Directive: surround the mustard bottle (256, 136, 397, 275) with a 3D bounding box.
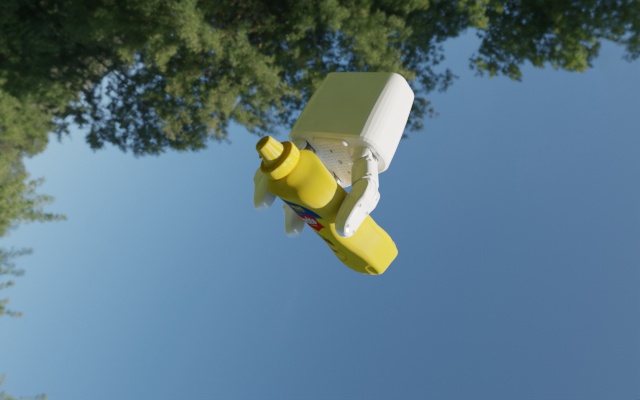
[{"bbox_3d":[0.000,0.002,0.504,0.192,0.058,0.096,47,-10,-34],"label":"mustard bottle"}]
